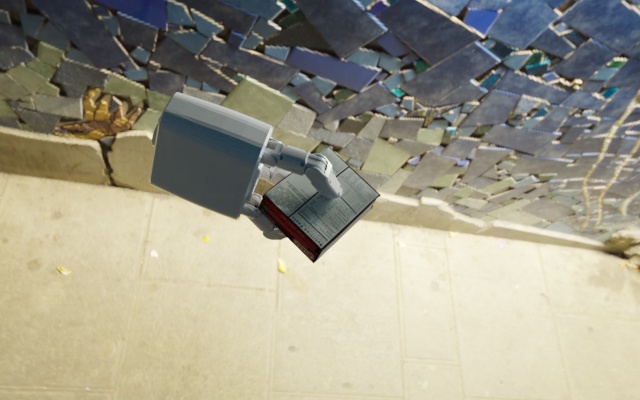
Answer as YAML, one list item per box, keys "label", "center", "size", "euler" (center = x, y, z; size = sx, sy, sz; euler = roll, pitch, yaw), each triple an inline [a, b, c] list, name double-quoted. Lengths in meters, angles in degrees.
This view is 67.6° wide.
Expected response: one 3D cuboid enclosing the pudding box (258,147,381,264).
- label: "pudding box"
  center: [0.000, 0.002, 0.541]
  size: [0.113, 0.090, 0.039]
  euler: [-40, -10, -31]
